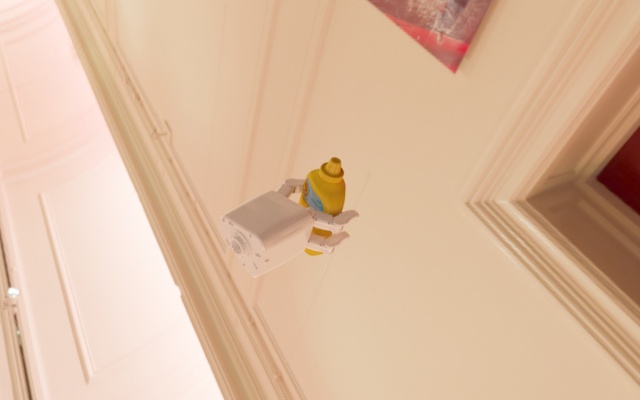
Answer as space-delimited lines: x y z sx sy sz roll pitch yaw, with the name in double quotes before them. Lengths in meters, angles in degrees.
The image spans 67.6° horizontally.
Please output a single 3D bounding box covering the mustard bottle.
"mustard bottle" 0.000 0.003 0.830 0.058 0.096 0.192 -7 -42 -26
